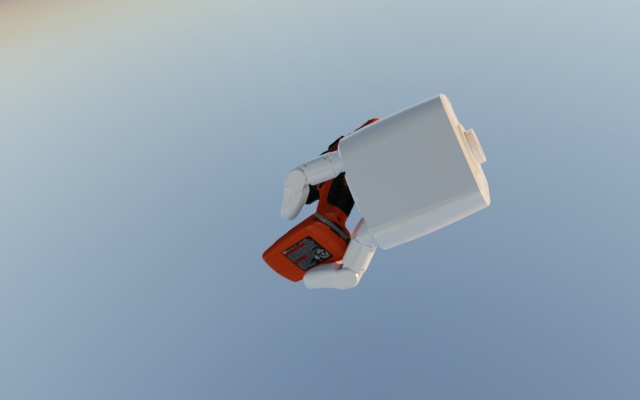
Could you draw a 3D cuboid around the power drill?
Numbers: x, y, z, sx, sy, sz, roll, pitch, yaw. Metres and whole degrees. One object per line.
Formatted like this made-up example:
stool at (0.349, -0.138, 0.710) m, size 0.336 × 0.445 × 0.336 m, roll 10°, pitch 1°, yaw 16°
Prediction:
power drill at (0.000, 0.002, 0.563) m, size 0.057 × 0.187 × 0.184 m, roll 37°, pitch -43°, yaw -15°
